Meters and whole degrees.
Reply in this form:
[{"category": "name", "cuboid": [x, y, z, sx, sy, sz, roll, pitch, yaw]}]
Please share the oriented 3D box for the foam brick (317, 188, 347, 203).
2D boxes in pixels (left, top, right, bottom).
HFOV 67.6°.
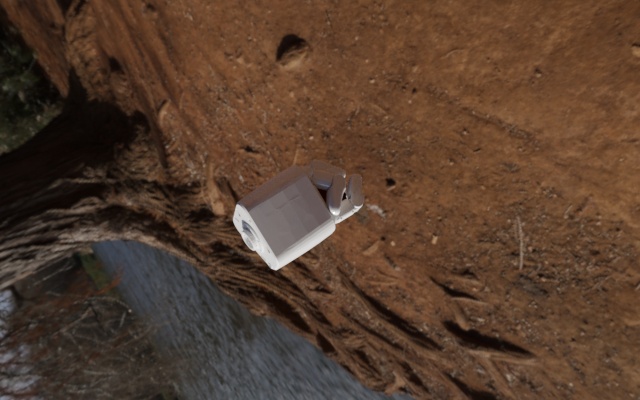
[{"category": "foam brick", "cuboid": [0.000, 0.003, 0.768, 0.051, 0.053, 0.078, -37, -9, -24]}]
